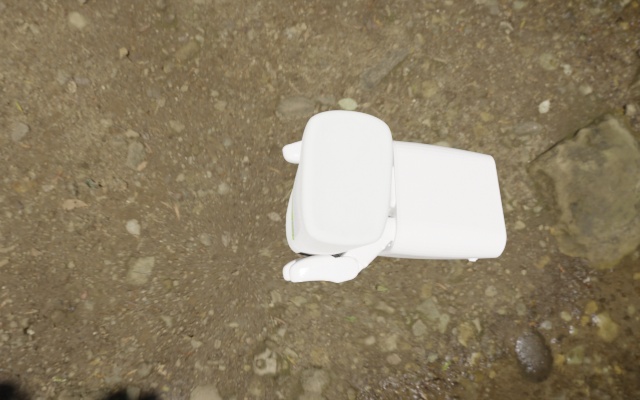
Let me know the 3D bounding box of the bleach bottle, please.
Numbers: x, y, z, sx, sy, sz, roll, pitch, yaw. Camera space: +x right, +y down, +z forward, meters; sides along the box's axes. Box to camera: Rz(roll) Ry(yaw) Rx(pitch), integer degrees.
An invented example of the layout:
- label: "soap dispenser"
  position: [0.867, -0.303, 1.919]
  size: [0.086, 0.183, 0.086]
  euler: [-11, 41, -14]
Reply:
- label: "bleach bottle"
  position: [0.000, 0.002, 0.459]
  size: [0.068, 0.102, 0.251]
  euler: [5, -8, -8]
